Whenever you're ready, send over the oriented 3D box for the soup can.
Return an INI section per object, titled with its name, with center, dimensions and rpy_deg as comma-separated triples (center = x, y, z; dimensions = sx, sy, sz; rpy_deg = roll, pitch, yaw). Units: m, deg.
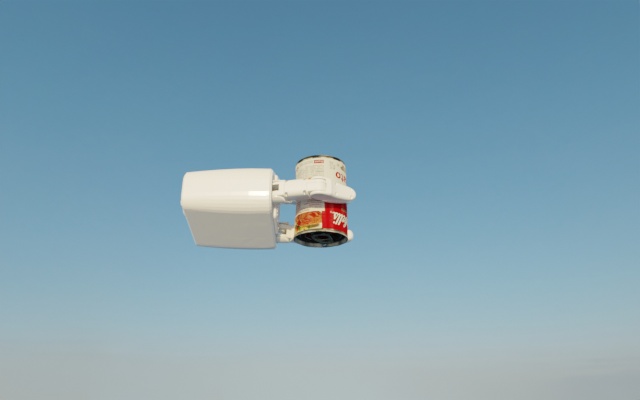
[soup can]
center = 0.001, 0.002, 0.608
dimensions = 0.068, 0.102, 0.068
rpy_deg = 0, -22, 0
